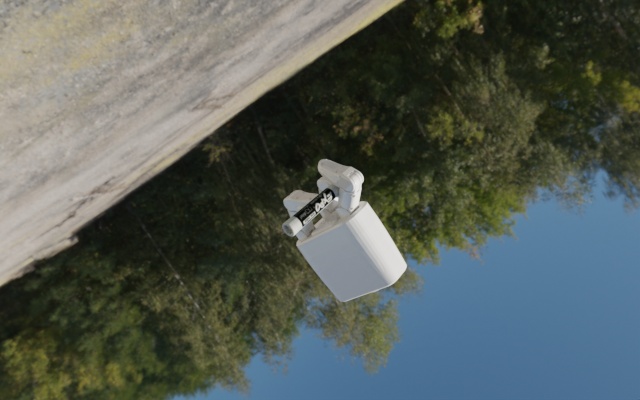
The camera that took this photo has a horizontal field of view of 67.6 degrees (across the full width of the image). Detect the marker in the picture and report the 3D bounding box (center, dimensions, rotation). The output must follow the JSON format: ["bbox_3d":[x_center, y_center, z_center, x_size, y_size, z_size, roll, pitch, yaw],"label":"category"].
[{"bbox_3d":[0.000,0.002,0.584,0.020,0.020,0.121,0,32,48],"label":"marker"}]
